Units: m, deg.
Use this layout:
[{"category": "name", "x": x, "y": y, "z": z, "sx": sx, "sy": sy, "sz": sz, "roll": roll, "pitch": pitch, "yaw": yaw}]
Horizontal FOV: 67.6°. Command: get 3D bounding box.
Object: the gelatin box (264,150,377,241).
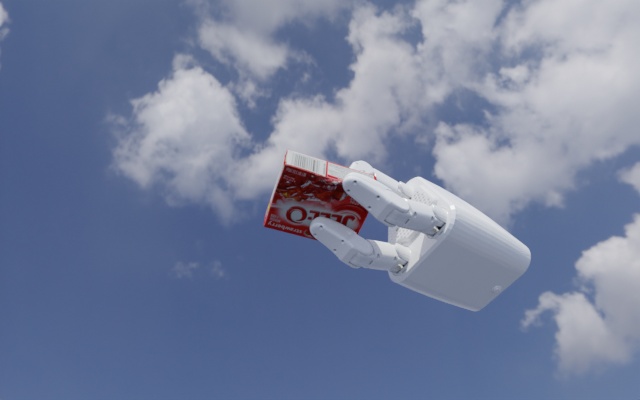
[{"category": "gelatin box", "x": 0.000, "y": 0.001, "z": 0.442, "sx": 0.089, "sy": 0.073, "sz": 0.030, "roll": 16, "pitch": 35, "yaw": -9}]
